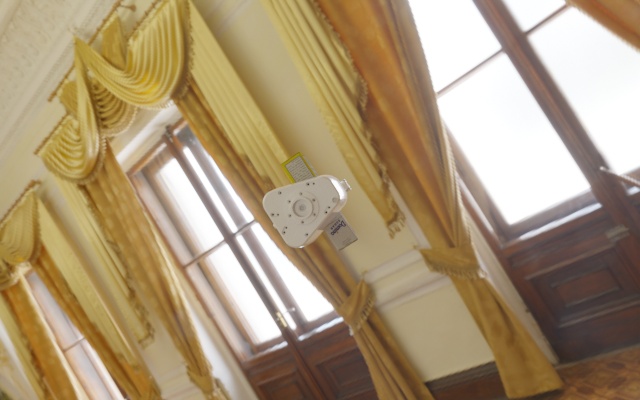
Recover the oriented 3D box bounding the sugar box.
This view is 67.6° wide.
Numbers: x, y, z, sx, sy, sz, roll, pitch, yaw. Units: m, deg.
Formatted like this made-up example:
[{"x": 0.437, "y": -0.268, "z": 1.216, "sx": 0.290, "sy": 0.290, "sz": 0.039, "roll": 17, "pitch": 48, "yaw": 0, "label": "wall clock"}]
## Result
[{"x": 0.000, "y": 0.003, "z": 0.831, "sx": 0.048, "sy": 0.176, "sz": 0.093, "roll": -32, "pitch": -3, "yaw": 3, "label": "sugar box"}]
